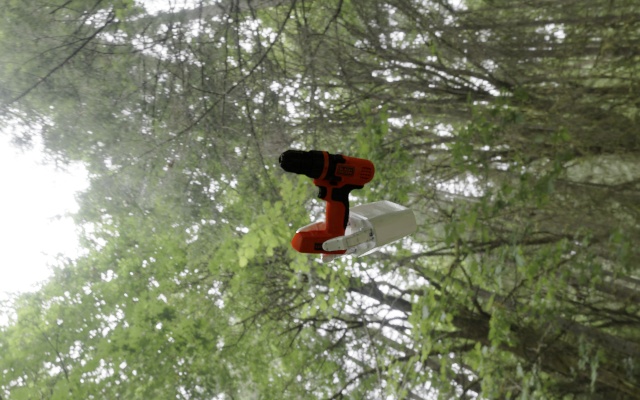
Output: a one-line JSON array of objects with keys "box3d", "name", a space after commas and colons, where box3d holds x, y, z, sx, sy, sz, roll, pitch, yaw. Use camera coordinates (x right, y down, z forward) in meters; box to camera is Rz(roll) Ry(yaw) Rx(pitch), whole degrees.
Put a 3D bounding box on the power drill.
[{"box3d": [0.000, 0.003, 0.872, 0.184, 0.188, 0.057, 6, 15, -22], "name": "power drill"}]
